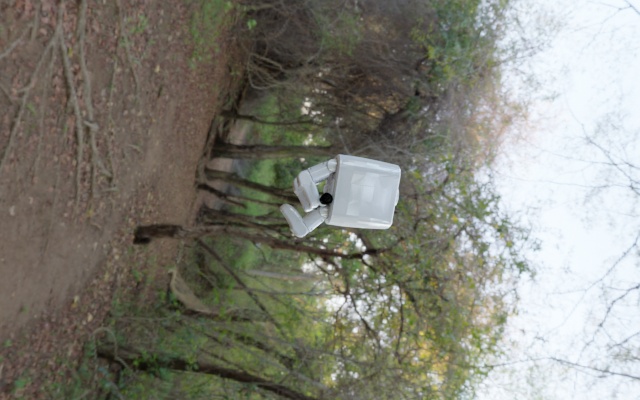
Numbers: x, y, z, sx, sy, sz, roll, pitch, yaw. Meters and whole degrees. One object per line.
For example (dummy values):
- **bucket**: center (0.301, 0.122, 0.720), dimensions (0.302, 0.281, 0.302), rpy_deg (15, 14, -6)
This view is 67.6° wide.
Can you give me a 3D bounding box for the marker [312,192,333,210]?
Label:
- **marker**: center (0.000, 0.003, 0.782), dimensions (0.020, 0.020, 0.121), rpy_deg (0, -6, -11)
